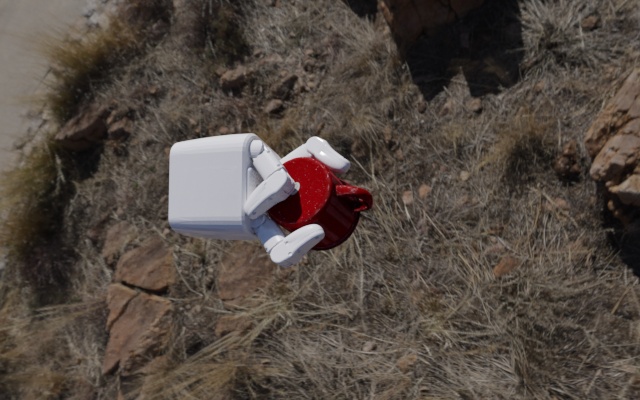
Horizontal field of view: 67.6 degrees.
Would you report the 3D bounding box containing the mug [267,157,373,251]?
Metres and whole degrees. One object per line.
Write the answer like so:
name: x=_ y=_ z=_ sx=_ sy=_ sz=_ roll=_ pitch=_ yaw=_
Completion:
mug: x=0.001 y=0.002 z=0.535 sx=0.117 sy=0.093 sz=0.081 roll=-2 pitch=-20 yaw=23
